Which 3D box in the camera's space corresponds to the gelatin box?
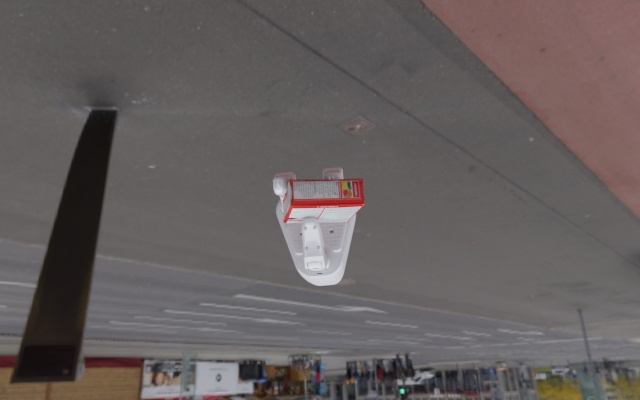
[{"bbox_3d":[0.000,0.002,0.498,0.073,0.030,0.089,-1,-13,-9],"label":"gelatin box"}]
